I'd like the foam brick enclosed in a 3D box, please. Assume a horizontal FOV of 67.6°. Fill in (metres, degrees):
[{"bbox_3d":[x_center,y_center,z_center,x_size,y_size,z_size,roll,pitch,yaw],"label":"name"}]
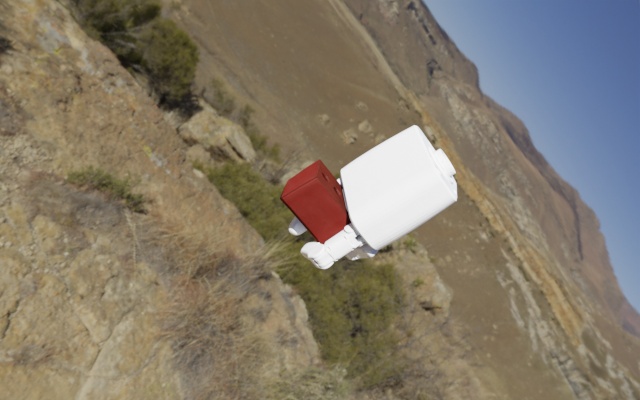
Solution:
[{"bbox_3d":[0.000,0.002,0.555,0.051,0.078,0.053,-33,20,21],"label":"foam brick"}]
